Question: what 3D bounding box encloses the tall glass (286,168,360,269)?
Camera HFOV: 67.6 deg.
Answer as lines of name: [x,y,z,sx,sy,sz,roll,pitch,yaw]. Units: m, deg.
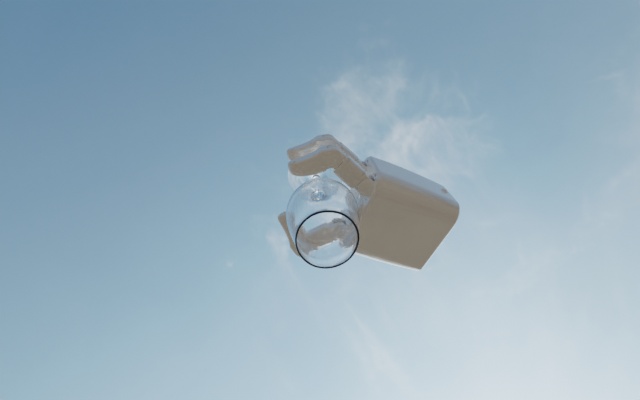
tall glass: [0.000,0.002,0.544,0.079,0.079,0.201,0,21,-4]
